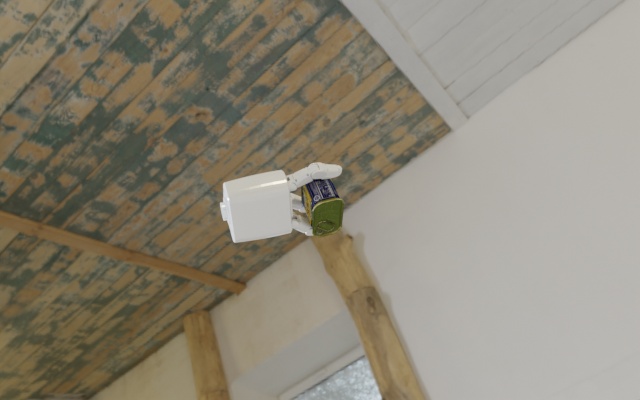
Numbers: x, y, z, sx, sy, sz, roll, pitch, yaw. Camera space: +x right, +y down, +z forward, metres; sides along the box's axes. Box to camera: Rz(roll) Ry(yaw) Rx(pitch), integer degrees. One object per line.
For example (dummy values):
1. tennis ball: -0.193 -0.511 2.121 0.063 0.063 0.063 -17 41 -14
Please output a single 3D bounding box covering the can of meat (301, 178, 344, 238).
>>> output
1. can of meat: 0.000 0.003 0.866 0.057 0.084 0.102 -14 -37 -12
